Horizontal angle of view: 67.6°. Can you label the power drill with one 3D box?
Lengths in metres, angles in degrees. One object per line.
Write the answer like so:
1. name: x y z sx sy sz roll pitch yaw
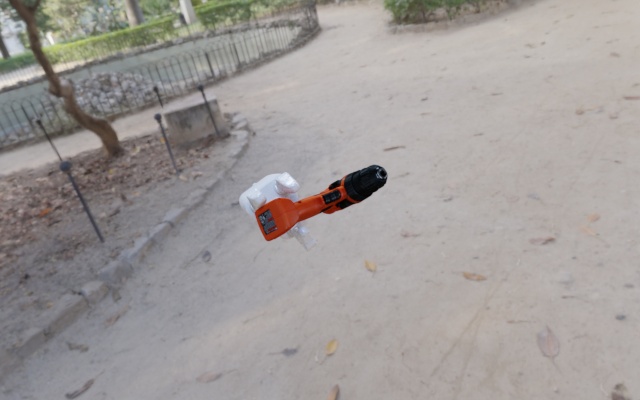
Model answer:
1. power drill: 0.000 0.003 0.783 0.187 0.057 0.184 -19 -7 -33
